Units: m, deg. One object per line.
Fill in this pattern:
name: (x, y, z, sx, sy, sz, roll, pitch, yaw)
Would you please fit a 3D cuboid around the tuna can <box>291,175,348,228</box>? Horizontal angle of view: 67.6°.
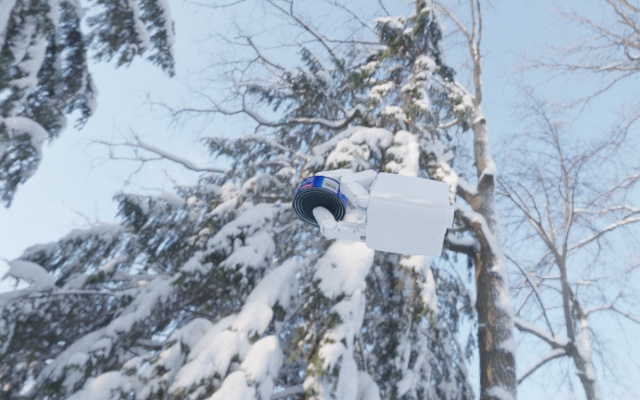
tuna can: (0.000, 0.002, 0.749, 0.086, 0.086, 0.033, 0, 42, 16)
